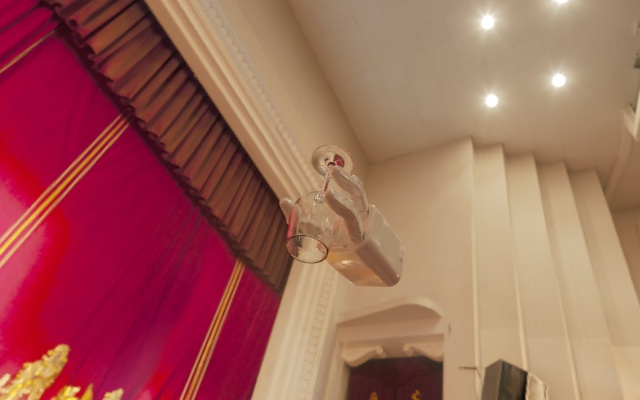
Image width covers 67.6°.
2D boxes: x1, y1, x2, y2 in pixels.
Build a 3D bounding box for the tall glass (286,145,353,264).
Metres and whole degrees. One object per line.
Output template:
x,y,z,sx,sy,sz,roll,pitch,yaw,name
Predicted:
0.000,0.002,0.745,0.079,0.079,0.201,0,43,16,tall glass
